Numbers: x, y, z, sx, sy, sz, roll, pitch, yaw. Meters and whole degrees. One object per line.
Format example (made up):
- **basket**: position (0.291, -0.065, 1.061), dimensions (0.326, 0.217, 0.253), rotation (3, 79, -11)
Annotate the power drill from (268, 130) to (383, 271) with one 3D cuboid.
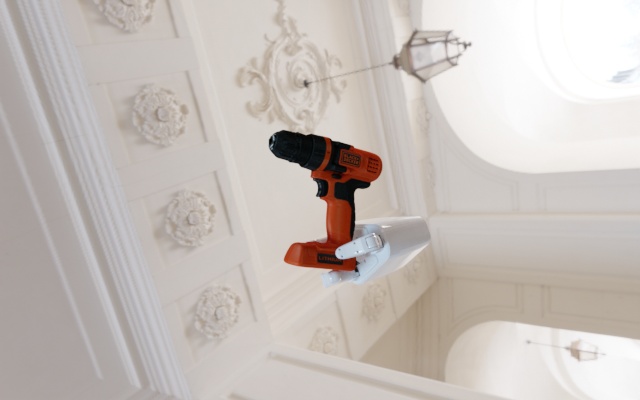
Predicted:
- **power drill**: position (0.000, 0.003, 0.683), dimensions (0.184, 0.187, 0.057), rotation (11, -3, -29)
